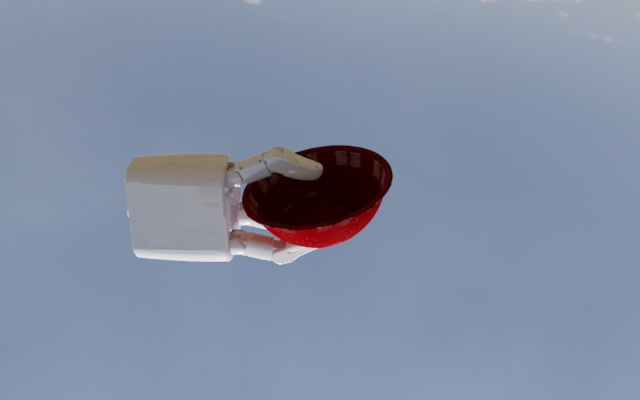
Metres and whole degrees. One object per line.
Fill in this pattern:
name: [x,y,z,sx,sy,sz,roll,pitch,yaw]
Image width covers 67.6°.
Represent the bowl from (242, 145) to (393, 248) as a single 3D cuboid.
bowl: [0.001,0.002,0.516,0.162,0.055,0.162,-9,33,6]
